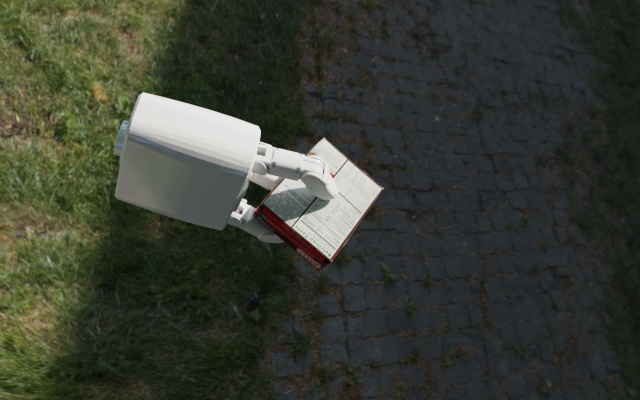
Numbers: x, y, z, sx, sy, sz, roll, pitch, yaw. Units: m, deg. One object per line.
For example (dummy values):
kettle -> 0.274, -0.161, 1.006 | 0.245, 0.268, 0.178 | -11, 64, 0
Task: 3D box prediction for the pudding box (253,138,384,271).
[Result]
pudding box -> 0.000, 0.002, 0.494 | 0.090, 0.113, 0.039 | 41, -30, -3
